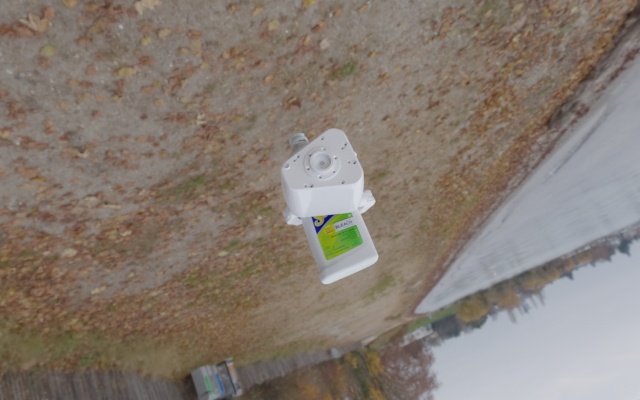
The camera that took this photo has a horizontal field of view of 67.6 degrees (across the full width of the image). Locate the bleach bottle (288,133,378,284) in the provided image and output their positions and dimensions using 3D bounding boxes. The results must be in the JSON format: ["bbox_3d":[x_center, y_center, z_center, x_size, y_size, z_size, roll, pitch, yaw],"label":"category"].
[{"bbox_3d":[0.000,0.003,0.789,0.102,0.250,0.068,-23,-18,-5],"label":"bleach bottle"}]
